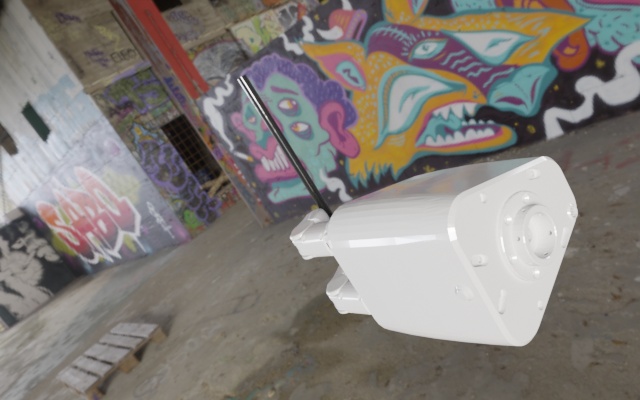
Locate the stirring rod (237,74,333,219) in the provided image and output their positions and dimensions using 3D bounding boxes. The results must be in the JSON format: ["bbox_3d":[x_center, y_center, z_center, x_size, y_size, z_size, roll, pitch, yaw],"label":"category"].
[{"bbox_3d":[0.000,0.001,0.405,0.011,0.239,0.011,-30,13,8],"label":"stirring rod"}]
